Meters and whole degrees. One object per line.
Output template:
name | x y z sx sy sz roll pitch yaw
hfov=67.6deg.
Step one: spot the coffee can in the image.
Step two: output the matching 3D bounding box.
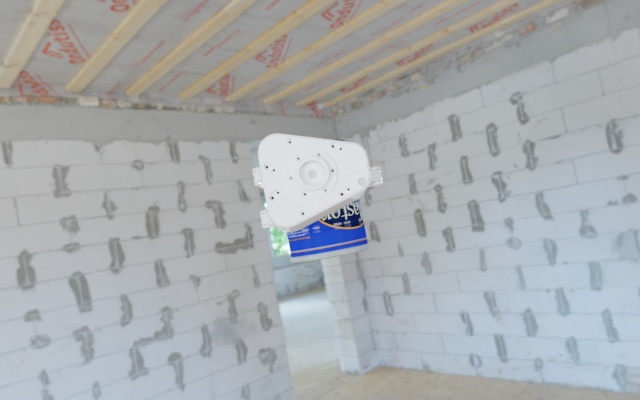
coffee can | 0.000 0.002 0.617 0.103 0.140 0.103 -10 -3 -1
